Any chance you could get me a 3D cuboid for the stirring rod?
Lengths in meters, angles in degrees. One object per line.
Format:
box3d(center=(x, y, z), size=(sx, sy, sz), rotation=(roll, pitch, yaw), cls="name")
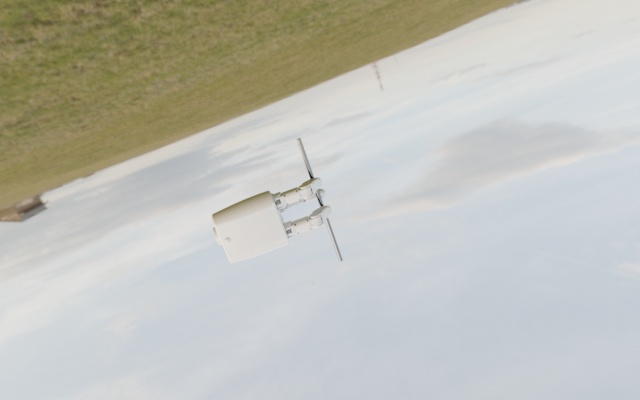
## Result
box3d(center=(0.000, 0.003, 0.855), size=(0.011, 0.239, 0.011), rotation=(-18, 16, 5), cls="stirring rod")
